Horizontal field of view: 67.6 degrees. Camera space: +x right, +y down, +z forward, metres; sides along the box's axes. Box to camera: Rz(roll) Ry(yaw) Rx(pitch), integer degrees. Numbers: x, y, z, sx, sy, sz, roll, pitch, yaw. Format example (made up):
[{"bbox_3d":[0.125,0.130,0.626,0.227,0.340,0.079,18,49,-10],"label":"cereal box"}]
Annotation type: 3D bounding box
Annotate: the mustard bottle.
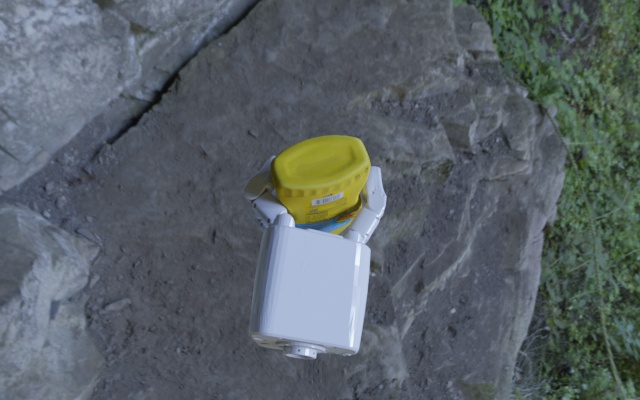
[{"bbox_3d":[0.000,0.001,0.540,0.096,0.058,0.192,-16,-24,-7],"label":"mustard bottle"}]
